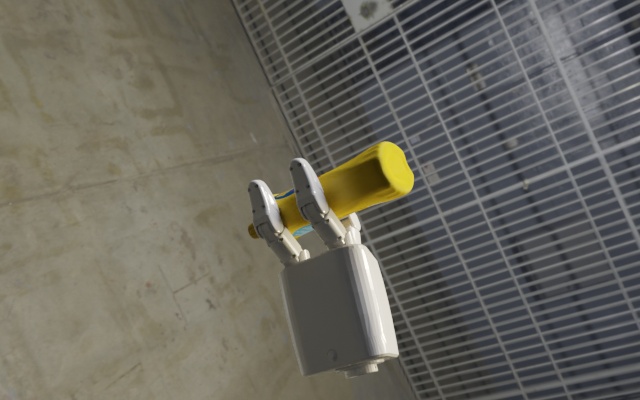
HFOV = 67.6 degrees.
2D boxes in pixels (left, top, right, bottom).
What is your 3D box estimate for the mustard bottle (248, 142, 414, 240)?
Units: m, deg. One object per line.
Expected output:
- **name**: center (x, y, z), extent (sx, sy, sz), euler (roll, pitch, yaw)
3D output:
- **mustard bottle**: center (0.000, 0.001, 0.515), extent (0.192, 0.058, 0.096), euler (-25, 0, 25)
